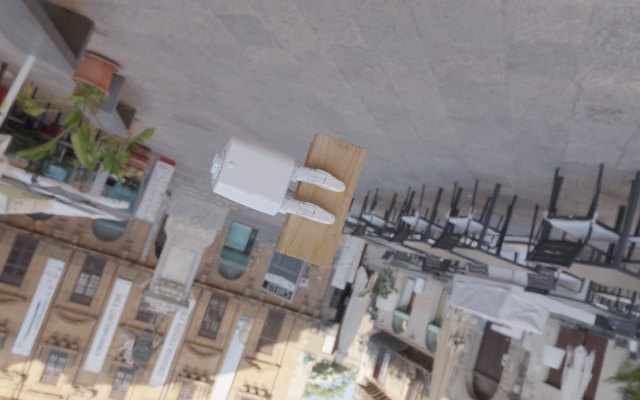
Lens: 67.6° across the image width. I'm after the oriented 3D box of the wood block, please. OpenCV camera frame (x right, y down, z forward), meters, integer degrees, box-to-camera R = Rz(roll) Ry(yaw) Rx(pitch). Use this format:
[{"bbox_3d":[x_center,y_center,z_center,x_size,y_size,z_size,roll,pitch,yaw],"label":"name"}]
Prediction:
[{"bbox_3d":[0.000,0.003,0.813,0.090,0.206,0.091,19,-7,-6],"label":"wood block"}]
